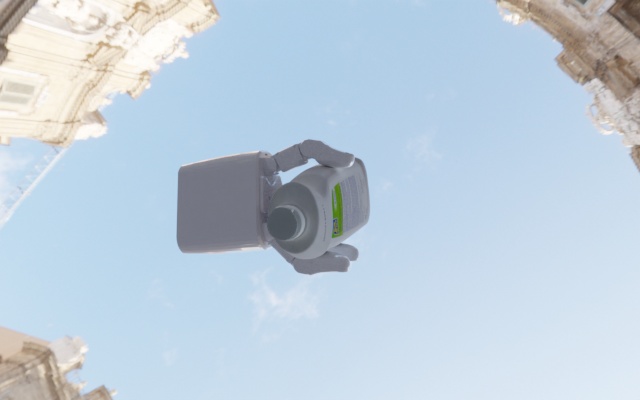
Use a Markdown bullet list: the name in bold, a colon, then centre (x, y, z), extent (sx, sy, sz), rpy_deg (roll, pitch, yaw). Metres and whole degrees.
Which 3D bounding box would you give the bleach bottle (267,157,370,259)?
- **bleach bottle**: centre (0.000, 0.002, 0.525), extent (0.068, 0.102, 0.251), rpy_deg (-7, 3, 16)
